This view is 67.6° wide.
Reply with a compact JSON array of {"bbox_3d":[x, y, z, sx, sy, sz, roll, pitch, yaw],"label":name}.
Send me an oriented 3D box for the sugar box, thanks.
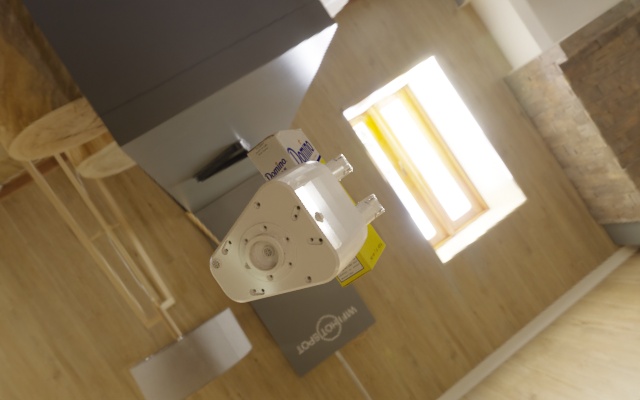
[{"bbox_3d":[0.001,0.002,0.536,0.048,0.176,0.093,-34,1,20],"label":"sugar box"}]
